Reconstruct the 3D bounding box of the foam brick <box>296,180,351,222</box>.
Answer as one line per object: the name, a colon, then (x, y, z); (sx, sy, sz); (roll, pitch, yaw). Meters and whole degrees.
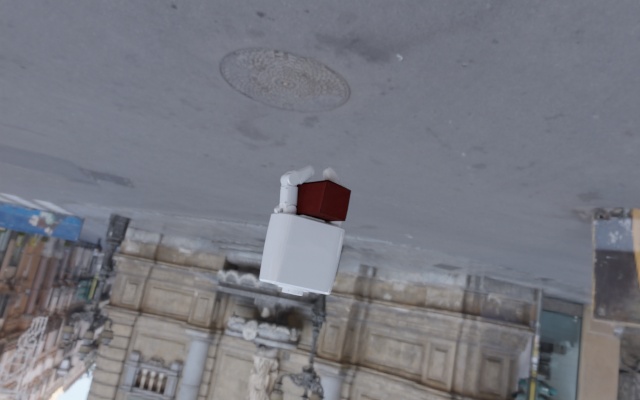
foam brick: (0.000, 0.002, 0.737); (0.053, 0.051, 0.078); (21, -16, -36)
